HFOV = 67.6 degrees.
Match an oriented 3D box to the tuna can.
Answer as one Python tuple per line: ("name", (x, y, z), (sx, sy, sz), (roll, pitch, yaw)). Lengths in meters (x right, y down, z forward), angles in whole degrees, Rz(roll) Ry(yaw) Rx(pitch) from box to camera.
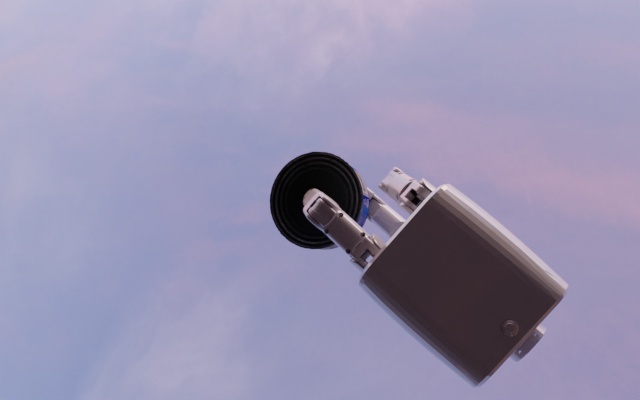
("tuna can", (0.000, 0.001, 0.430), (0.086, 0.086, 0.034), (0, -7, 19))
